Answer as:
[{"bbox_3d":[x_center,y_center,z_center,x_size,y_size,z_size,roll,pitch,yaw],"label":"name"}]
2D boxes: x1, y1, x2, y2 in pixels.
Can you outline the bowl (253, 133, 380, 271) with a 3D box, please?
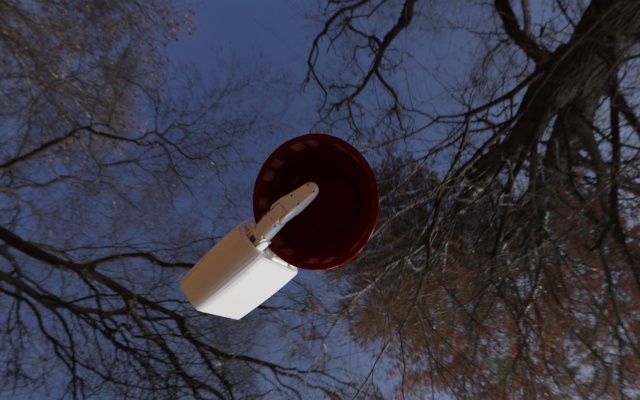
[{"bbox_3d":[0.001,0.001,0.584,0.162,0.162,0.055,0,-1,22],"label":"bowl"}]
